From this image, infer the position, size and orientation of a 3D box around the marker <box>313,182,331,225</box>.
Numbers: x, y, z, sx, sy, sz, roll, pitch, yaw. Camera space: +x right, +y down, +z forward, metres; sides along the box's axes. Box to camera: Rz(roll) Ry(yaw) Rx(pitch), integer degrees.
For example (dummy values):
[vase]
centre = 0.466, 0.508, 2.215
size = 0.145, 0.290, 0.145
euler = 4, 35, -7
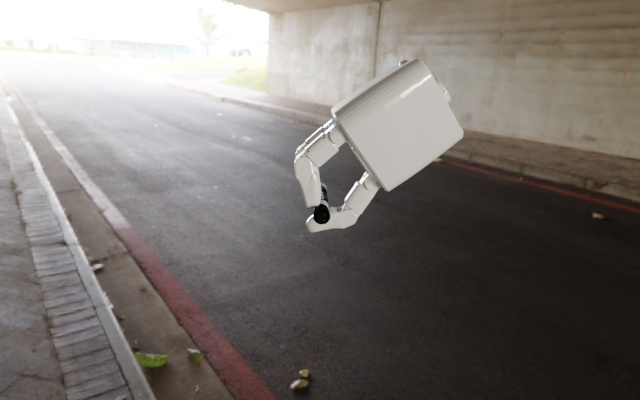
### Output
[marker]
centre = 0.000, 0.002, 0.563
size = 0.020, 0.020, 0.121
euler = 0, 16, -2
